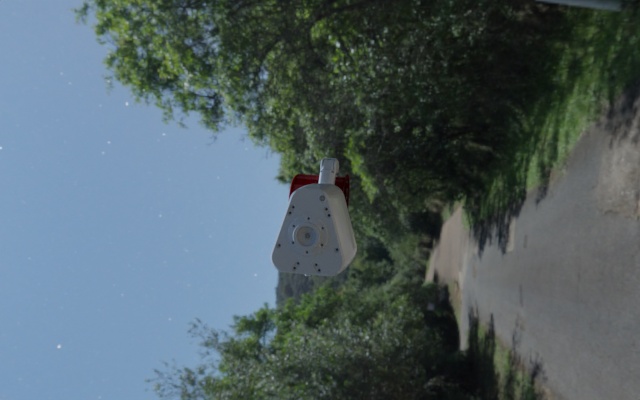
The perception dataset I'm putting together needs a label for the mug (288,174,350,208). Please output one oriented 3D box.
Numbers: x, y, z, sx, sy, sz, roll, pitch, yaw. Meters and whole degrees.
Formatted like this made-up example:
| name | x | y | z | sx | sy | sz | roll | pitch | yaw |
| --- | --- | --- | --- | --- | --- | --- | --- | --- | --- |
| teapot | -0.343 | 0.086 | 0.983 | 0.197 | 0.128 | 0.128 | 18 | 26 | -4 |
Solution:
| name | x | y | z | sx | sy | sz | roll | pitch | yaw |
| --- | --- | --- | --- | --- | --- | --- | --- | --- | --- |
| mug | 0.000 | 0.002 | 0.741 | 0.081 | 0.093 | 0.117 | 5 | 2 | 9 |
